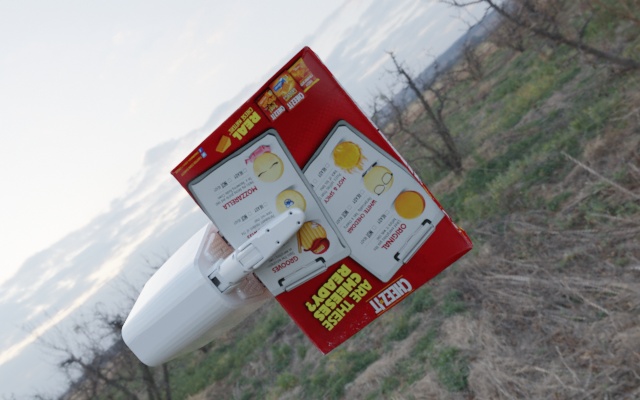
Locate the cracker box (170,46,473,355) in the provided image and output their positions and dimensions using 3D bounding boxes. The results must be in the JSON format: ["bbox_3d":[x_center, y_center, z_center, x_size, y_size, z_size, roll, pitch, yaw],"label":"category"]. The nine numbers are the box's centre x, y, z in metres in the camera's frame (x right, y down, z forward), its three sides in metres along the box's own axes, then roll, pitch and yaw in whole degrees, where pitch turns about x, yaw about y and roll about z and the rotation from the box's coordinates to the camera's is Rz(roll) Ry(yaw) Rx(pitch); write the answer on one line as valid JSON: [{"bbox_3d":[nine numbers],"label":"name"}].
[{"bbox_3d":[0.000,0.001,0.430,0.164,0.214,0.072,-40,2,14],"label":"cracker box"}]
